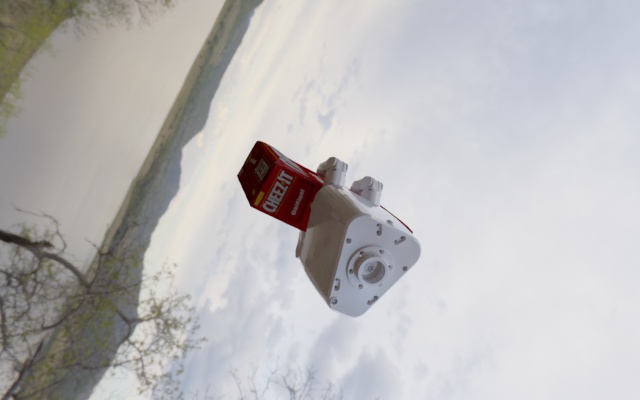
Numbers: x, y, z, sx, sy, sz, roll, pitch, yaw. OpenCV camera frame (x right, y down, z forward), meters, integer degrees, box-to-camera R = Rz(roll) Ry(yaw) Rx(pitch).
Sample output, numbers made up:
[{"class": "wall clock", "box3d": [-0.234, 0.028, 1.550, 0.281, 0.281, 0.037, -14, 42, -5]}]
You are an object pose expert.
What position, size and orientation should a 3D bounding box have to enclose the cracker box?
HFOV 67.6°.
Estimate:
[{"class": "cracker box", "box3d": [0.000, 0.002, 0.666, 0.214, 0.072, 0.164, 27, 6, -21]}]
